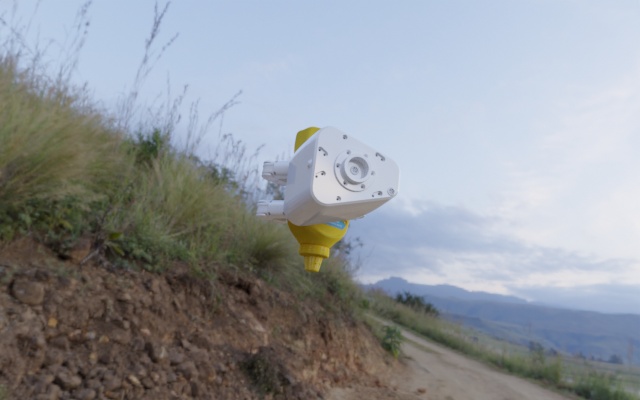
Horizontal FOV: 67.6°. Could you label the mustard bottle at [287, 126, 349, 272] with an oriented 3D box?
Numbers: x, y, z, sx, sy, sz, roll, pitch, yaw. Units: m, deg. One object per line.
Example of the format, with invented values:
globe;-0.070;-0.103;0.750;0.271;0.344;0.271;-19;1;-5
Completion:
mustard bottle;0.000;0.002;0.658;0.096;0.191;0.058;20;-19;-40
